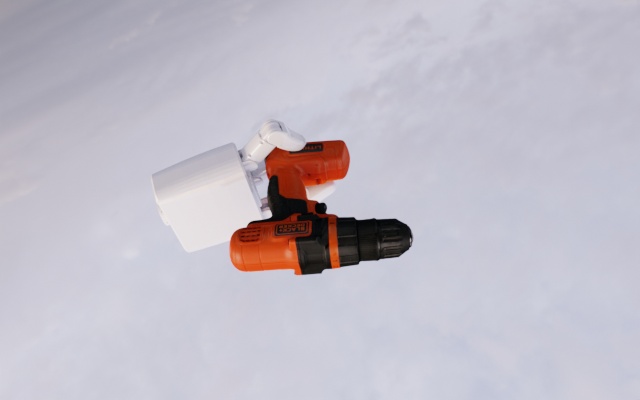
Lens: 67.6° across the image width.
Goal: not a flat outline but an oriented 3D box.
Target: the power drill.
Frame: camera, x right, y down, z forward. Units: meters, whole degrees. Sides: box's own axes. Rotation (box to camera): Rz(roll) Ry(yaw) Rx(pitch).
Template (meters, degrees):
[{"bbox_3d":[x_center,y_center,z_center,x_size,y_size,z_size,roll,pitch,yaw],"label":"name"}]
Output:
[{"bbox_3d":[0.000,0.002,0.534,0.184,0.057,0.187,-4,36,3],"label":"power drill"}]
